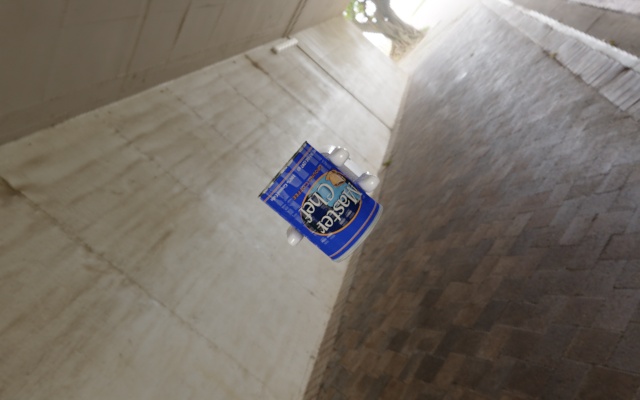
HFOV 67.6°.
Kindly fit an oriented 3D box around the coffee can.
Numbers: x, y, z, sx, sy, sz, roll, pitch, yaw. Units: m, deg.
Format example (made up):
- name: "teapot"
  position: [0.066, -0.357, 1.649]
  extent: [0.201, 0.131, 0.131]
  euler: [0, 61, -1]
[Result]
- name: "coffee can"
  position: [0.000, 0.002, 0.653]
  extent: [0.140, 0.103, 0.103]
  euler: [41, -6, -7]
